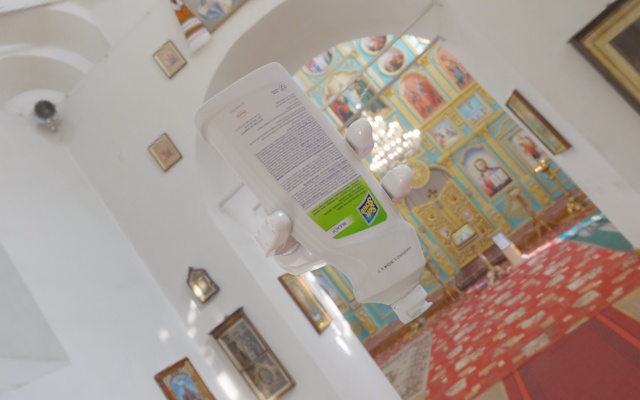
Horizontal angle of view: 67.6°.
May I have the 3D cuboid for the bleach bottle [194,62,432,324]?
[{"bbox_3d":[0.000,0.001,0.420,0.102,0.251,0.068,-36,-12,-9],"label":"bleach bottle"}]
